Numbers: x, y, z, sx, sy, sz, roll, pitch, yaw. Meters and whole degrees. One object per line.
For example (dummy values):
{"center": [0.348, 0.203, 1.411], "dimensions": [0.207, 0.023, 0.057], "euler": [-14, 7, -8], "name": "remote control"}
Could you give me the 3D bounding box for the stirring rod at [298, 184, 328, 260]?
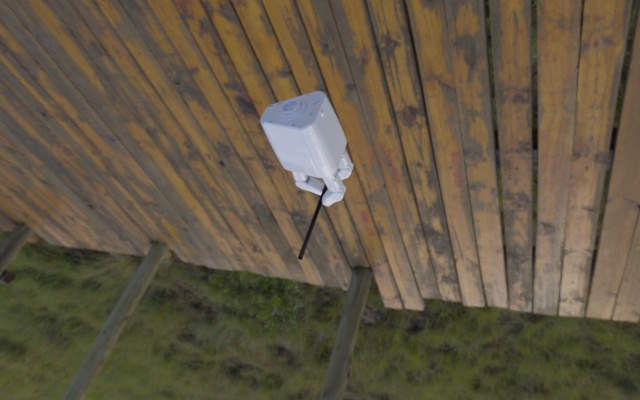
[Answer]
{"center": [0.000, 0.003, 0.851], "dimensions": [0.011, 0.239, 0.011], "euler": [13, -36, 10], "name": "stirring rod"}
